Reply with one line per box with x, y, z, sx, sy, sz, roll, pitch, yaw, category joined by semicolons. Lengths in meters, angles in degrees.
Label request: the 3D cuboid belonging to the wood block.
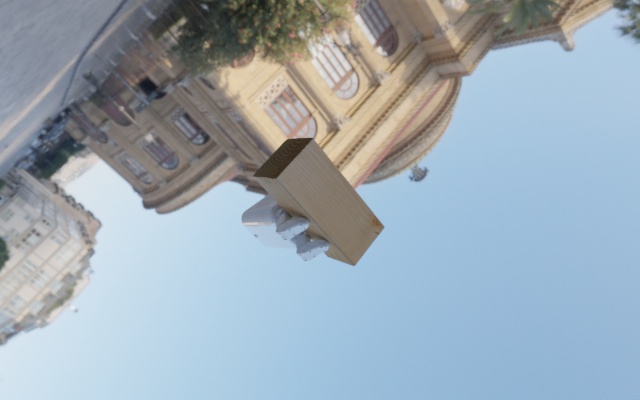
0.000;0.002;0.789;0.206;0.091;0.090;49;-20;-26;wood block
